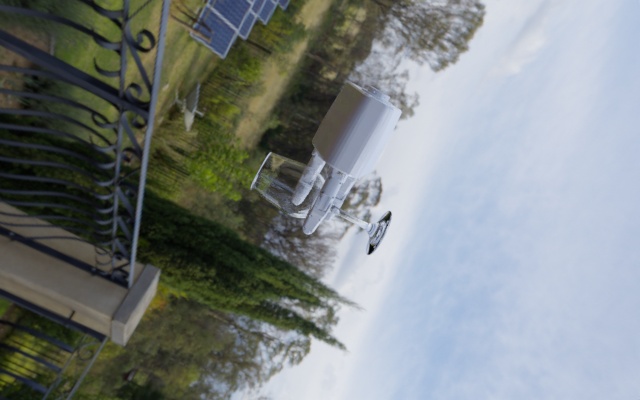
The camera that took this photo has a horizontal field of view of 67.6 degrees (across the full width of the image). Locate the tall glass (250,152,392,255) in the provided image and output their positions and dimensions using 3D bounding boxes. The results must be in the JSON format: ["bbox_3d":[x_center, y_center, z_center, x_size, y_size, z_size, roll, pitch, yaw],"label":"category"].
[{"bbox_3d":[0.001,0.003,0.700,0.201,0.079,0.079,27,-3,-6],"label":"tall glass"}]
